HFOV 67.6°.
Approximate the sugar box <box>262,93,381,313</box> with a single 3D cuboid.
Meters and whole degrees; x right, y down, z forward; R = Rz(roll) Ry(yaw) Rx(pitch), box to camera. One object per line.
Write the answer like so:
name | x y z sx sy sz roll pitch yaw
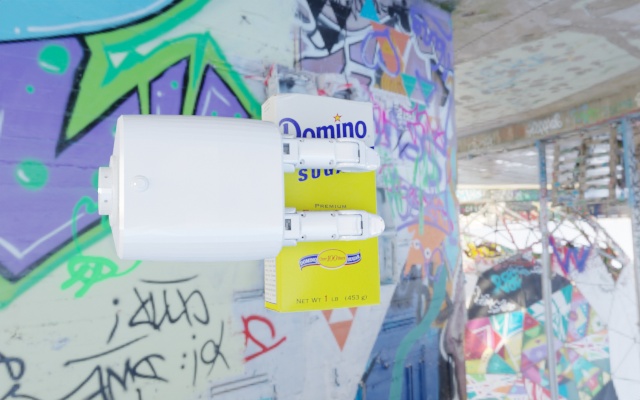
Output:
sugar box | 0.000 0.001 0.406 0.093 0.176 0.048 0 -4 -24
